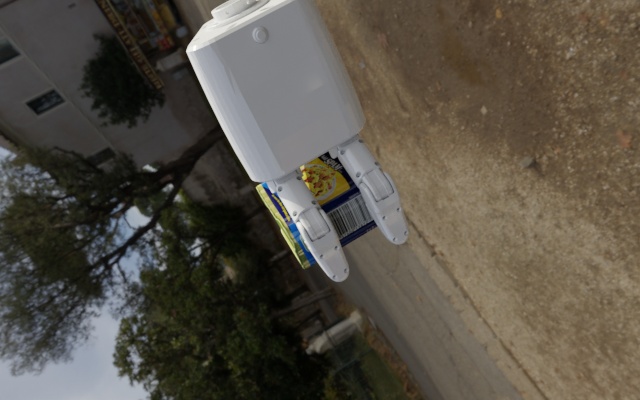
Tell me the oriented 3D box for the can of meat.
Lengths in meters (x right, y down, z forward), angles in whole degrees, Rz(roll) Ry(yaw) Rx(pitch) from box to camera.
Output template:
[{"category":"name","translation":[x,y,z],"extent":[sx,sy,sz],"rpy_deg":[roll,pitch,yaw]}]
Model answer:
[{"category":"can of meat","translation":[0.000,0.002,0.412],"extent":[0.084,0.057,0.102],"rpy_deg":[-30,33,-7]}]
